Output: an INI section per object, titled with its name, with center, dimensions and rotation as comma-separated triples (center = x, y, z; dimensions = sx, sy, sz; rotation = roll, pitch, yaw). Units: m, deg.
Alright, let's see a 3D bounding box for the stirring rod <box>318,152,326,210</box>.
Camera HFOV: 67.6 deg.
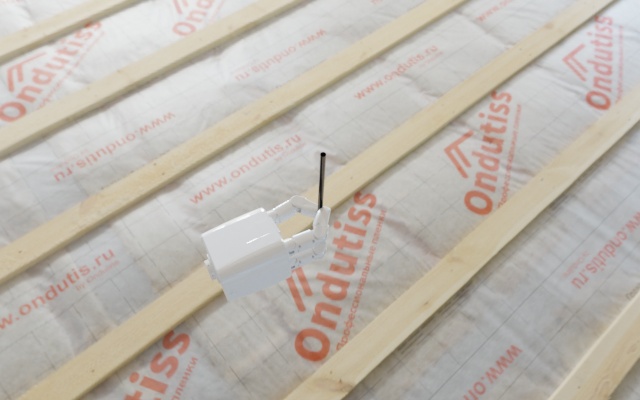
[stirring rod]
center = 0.000, 0.002, 0.726
dimensions = 0.011, 0.011, 0.240
rotation = 0, -31, -2
